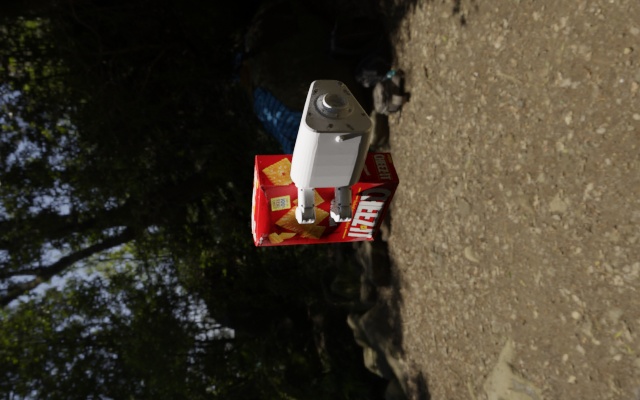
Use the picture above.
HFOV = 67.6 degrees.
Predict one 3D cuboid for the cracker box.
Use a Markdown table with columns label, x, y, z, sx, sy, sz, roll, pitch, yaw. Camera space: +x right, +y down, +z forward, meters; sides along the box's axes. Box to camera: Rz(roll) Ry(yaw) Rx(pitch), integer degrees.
| label | x | y | z | sx | sy | sz | roll | pitch | yaw |
| --- | --- | --- | --- | --- | --- | --- | --- | --- | --- |
| cracker box | 0.000 | 0.002 | 0.771 | 0.214 | 0.072 | 0.164 | -2 | -37 | -12 |
